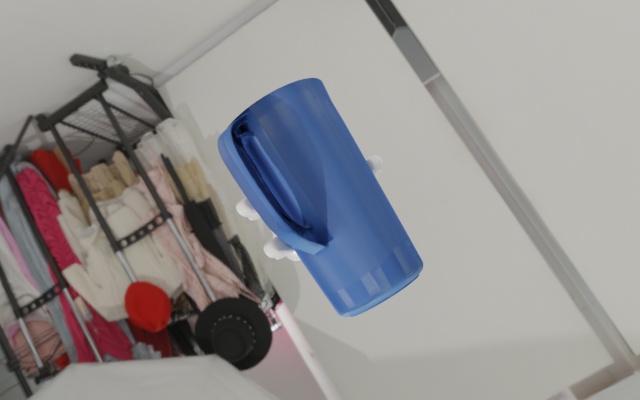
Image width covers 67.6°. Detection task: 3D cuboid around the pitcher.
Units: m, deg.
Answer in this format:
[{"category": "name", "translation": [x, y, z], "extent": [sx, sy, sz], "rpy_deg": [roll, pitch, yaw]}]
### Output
[{"category": "pitcher", "translation": [0.000, 0.002, 0.519], "extent": [0.149, 0.243, 0.145], "rpy_deg": [-30, -7, -14]}]
